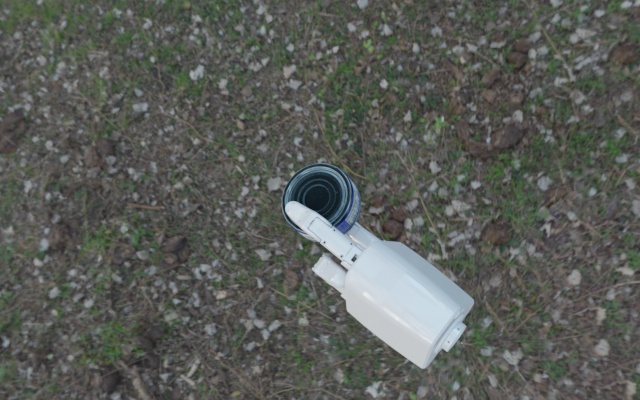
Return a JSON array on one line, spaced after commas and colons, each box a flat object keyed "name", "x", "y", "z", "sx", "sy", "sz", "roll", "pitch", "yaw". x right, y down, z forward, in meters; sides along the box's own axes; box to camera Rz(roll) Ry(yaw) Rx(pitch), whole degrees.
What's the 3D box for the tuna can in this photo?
[{"name": "tuna can", "x": 0.000, "y": 0.002, "z": 0.538, "sx": 0.086, "sy": 0.086, "sz": 0.034, "roll": 0, "pitch": -19, "yaw": 21}]
